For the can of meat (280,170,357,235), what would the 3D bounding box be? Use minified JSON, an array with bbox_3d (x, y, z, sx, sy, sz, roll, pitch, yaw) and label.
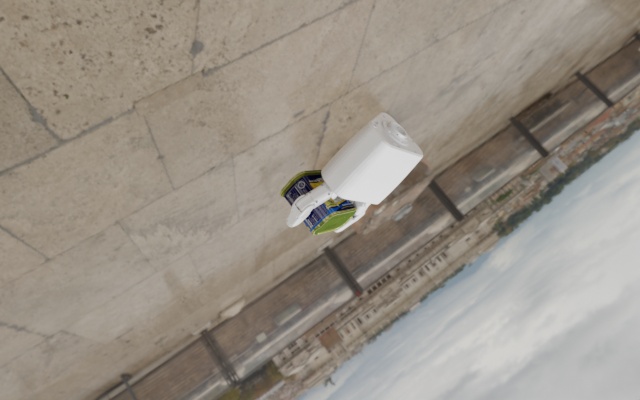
[{"bbox_3d":[0.000,0.003,0.736,0.057,0.084,0.102,-46,-18,26],"label":"can of meat"}]
